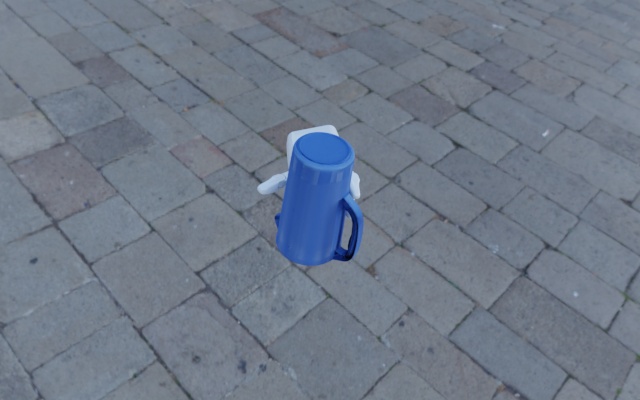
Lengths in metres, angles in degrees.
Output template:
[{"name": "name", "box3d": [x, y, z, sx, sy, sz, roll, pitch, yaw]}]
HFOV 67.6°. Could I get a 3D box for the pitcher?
[{"name": "pitcher", "box3d": [0.000, 0.003, 0.888, 0.149, 0.243, 0.145, -1, 44, -13]}]
